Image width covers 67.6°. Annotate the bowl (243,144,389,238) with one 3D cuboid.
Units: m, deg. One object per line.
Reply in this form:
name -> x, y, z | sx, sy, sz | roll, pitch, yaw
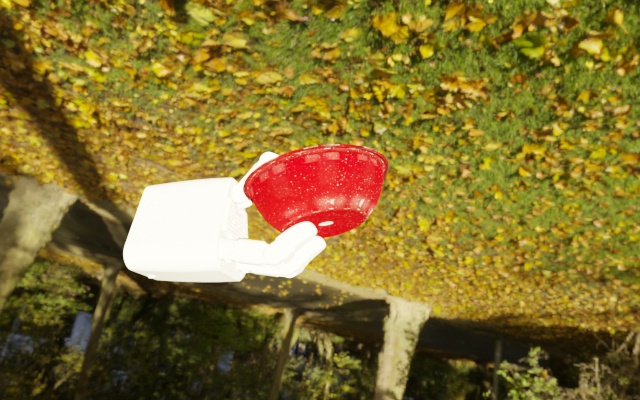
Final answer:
bowl -> 0.001, 0.002, 0.516 | 0.162, 0.055, 0.162 | -9, -22, -4
